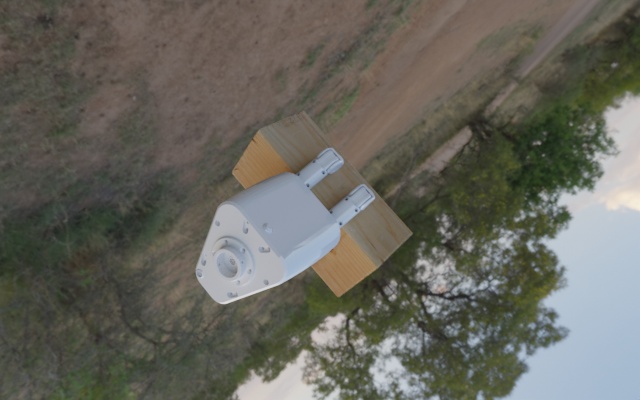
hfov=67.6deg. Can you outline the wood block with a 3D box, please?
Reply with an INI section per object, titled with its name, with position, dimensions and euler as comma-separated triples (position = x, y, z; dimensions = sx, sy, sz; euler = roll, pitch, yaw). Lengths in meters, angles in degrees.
[wood block]
position = 0.000, 0.002, 0.592
dimensions = 0.090, 0.206, 0.091
euler = -34, -9, -46
